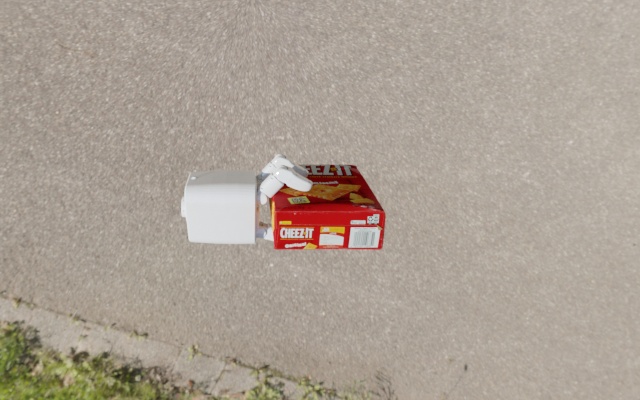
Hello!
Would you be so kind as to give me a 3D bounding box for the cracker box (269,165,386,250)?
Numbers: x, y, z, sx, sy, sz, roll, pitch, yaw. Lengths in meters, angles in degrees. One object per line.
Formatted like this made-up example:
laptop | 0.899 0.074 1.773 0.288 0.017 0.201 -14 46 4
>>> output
cracker box | 0.000 0.003 0.780 0.164 0.072 0.213 1 23 -9
